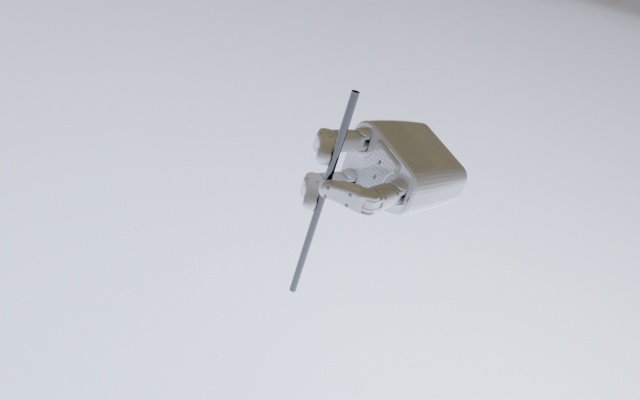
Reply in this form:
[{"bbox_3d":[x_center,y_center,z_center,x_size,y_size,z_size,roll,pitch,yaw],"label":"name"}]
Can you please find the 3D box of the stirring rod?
[{"bbox_3d":[0.000,0.002,0.492,0.011,0.240,0.011,14,29,-8],"label":"stirring rod"}]
